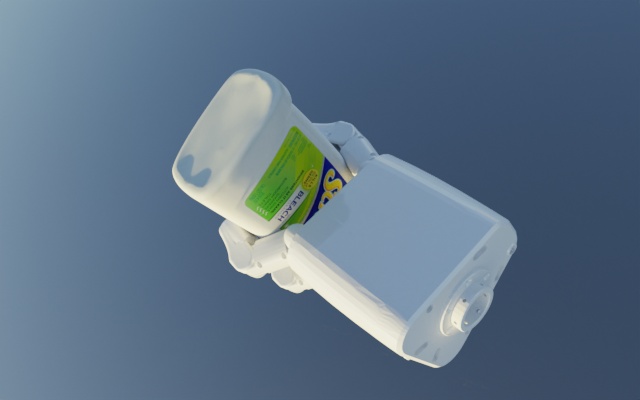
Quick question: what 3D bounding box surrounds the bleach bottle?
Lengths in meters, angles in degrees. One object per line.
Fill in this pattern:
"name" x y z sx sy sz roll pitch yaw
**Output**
"bleach bottle" 0.000 0.001 0.414 0.068 0.102 0.251 33 -1 41
